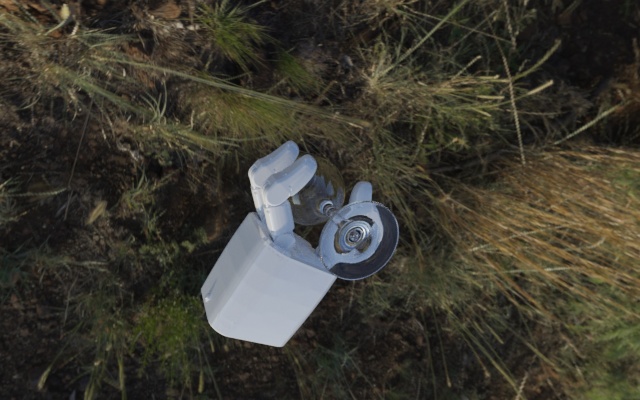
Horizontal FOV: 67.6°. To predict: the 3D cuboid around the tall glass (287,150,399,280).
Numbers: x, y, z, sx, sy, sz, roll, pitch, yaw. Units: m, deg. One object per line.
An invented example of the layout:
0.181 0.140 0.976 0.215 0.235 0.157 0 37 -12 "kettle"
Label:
0.000 0.002 0.493 0.079 0.079 0.201 0 20 -21 "tall glass"
